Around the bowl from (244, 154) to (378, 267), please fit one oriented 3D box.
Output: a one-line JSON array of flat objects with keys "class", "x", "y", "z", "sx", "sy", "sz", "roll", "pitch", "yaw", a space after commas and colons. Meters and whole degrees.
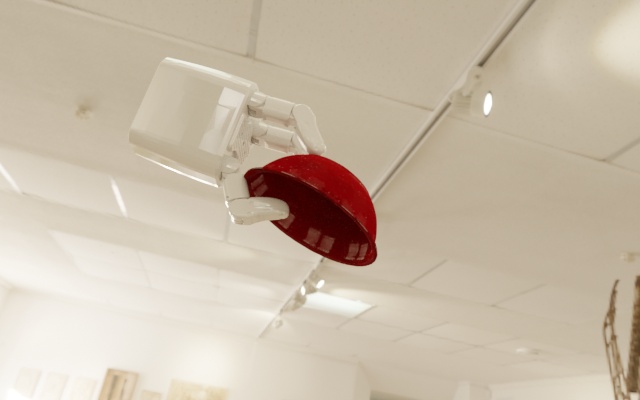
[{"class": "bowl", "x": 0.001, "y": 0.002, "z": 0.506, "sx": 0.162, "sy": 0.055, "sz": 0.162, "roll": 28, "pitch": -24, "yaw": 14}]
